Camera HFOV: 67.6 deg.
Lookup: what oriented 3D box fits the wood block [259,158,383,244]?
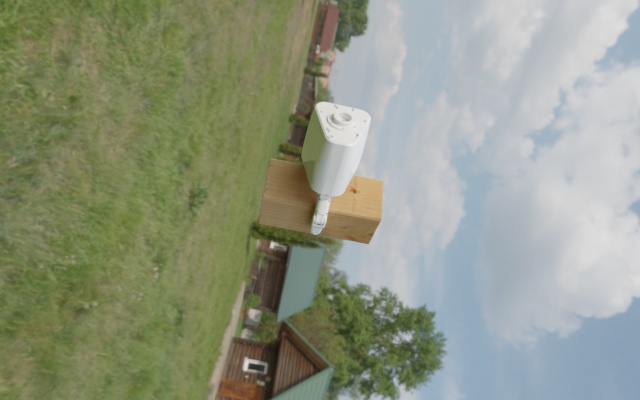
[{"bbox_3d":[0.000,0.003,0.860,0.206,0.090,0.090,11,-35,-5],"label":"wood block"}]
